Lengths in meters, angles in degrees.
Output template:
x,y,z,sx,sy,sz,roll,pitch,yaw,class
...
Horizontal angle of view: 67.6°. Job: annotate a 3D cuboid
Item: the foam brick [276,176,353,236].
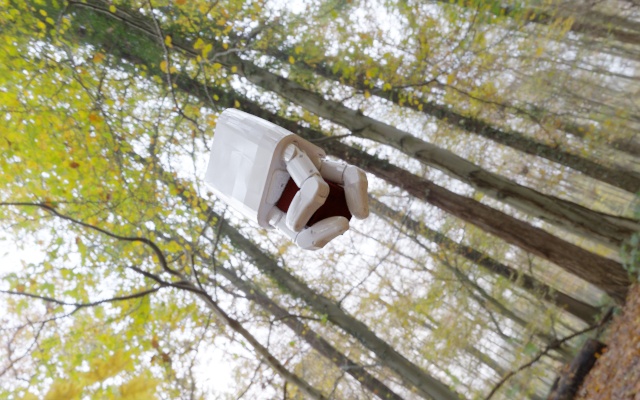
x,y,z,sx,sy,sz,roll,pitch,yaw,class
0.000,0.002,0.544,0.051,0.053,0.078,29,5,32,foam brick
